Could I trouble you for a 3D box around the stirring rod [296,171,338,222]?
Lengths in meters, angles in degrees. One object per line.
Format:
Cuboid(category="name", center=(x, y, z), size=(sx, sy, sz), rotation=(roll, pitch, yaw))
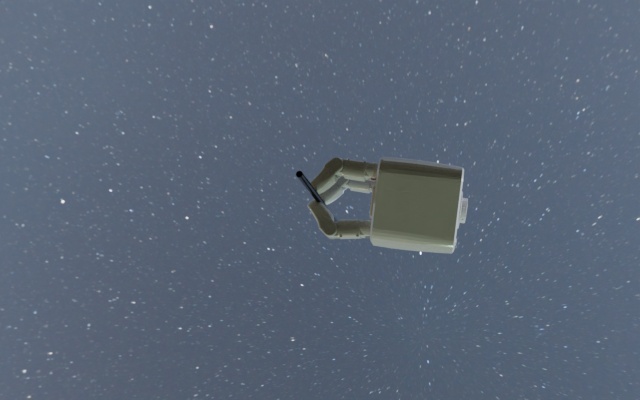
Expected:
Cuboid(category="stirring rod", center=(0.000, 0.002, 0.657), size=(0.011, 0.011, 0.239), rotation=(0, -16, 12))
